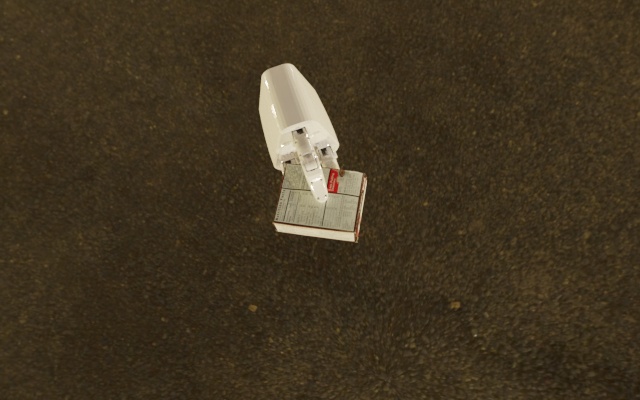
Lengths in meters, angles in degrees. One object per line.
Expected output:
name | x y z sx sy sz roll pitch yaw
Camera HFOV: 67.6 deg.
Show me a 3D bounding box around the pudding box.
pudding box | 0.000 0.002 0.636 0.113 0.090 0.039 7 -21 11
